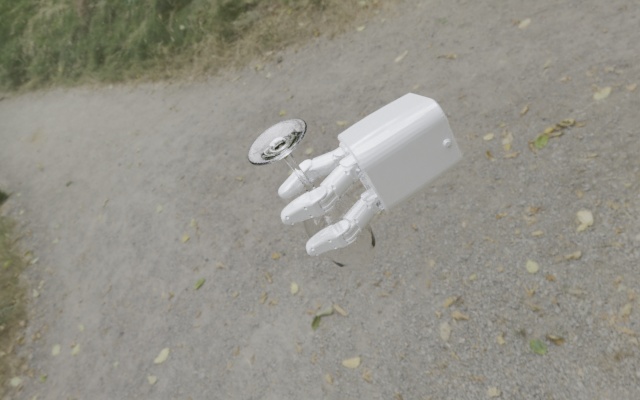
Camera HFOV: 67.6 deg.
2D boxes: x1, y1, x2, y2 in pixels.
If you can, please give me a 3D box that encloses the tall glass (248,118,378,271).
[{"bbox_3d":[0.000,0.001,0.572,0.079,0.079,0.201,0,-42,39],"label":"tall glass"}]
